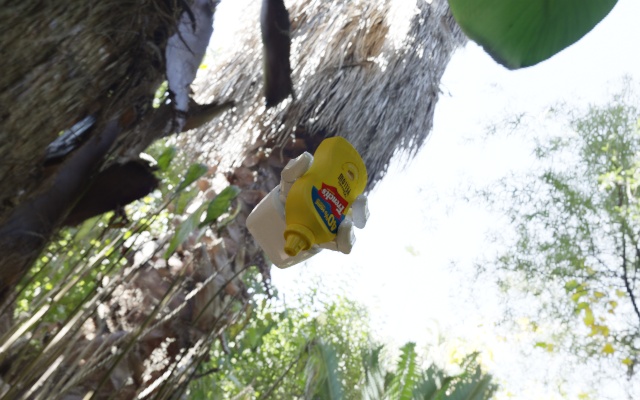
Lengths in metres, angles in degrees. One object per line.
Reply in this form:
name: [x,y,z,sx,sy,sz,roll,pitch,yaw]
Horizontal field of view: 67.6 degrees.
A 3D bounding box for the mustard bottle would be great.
mustard bottle: [0.000,0.002,0.665,0.058,0.096,0.191,-4,39,38]
